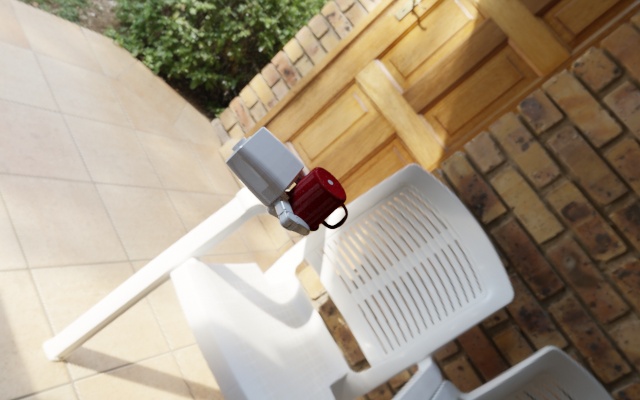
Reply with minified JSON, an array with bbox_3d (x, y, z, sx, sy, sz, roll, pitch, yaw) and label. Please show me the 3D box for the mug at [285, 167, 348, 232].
[{"bbox_3d":[0.001,0.004,0.851,0.081,0.117,0.093,-41,11,21],"label":"mug"}]
